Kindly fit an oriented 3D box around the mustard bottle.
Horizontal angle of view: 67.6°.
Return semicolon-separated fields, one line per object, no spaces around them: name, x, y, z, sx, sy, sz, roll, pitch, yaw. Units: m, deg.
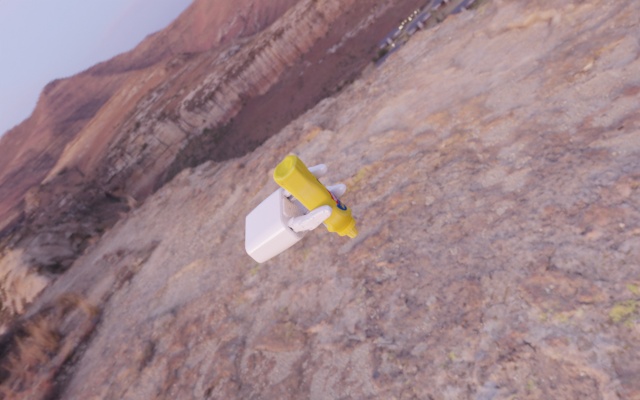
mustard bottle;0.000;0.002;0.869;0.192;0.058;0.096;44;3;-20
